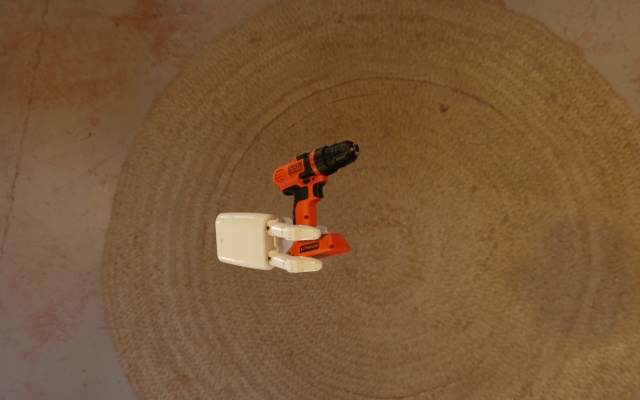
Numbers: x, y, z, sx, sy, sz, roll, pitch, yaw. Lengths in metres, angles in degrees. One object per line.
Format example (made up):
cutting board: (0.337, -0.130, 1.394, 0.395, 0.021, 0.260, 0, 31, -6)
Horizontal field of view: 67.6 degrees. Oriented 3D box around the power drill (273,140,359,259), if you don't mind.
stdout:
power drill: (0.000, 0.003, 0.826, 0.184, 0.187, 0.057, -20, -21, 38)
